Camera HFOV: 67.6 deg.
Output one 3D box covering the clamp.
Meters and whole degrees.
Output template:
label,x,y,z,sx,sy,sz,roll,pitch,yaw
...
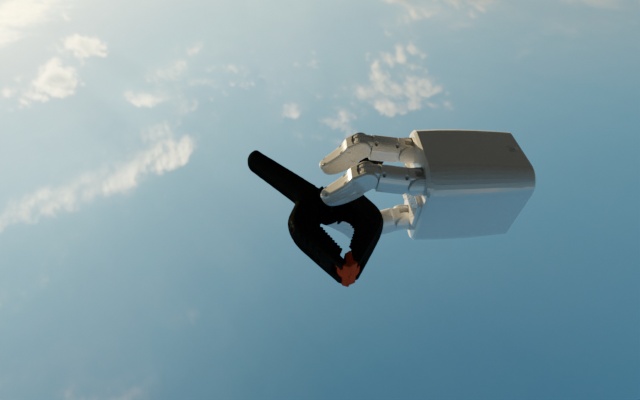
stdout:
label,x,y,z,sx,sy,sz,roll,pitch,yaw
clamp,0.000,0.003,0.501,0.164,0.036,0.209,-1,39,-2
